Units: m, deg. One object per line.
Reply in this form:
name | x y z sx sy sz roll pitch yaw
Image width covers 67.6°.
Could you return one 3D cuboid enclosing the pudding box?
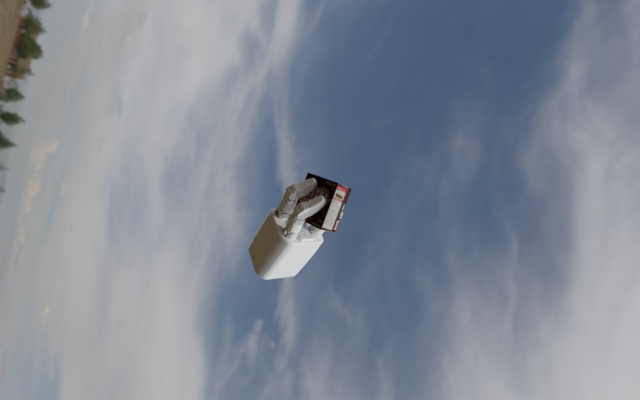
pudding box | 0.000 0.003 0.893 0.039 0.090 0.113 18 2 -36
